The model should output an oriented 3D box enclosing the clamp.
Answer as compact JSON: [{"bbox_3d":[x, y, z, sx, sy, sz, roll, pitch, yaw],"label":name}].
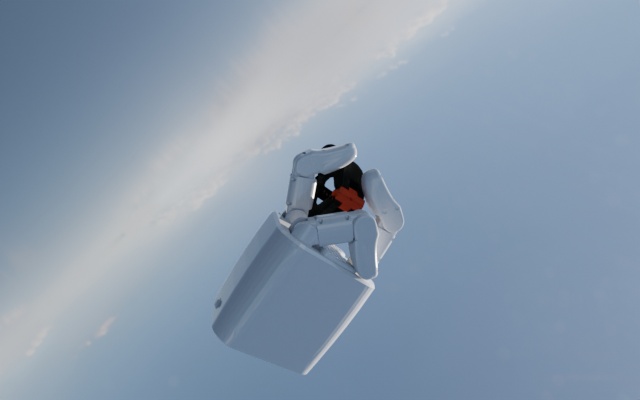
[{"bbox_3d":[0.001,0.002,0.500,0.039,0.120,0.171,23,7,-12],"label":"clamp"}]
